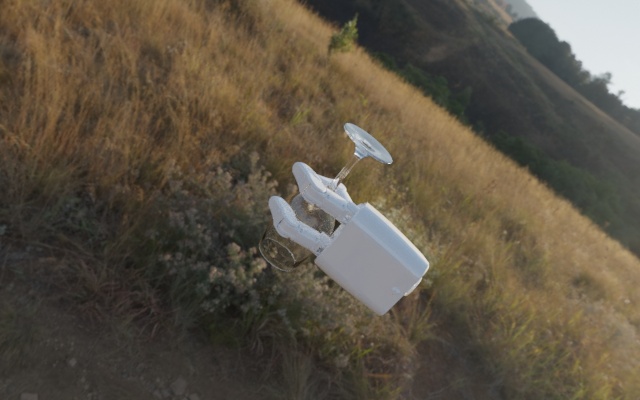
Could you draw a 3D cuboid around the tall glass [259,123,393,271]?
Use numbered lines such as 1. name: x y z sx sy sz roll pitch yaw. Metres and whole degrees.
1. tall glass: 0.000 0.001 0.612 0.079 0.201 0.079 33 23 -16
